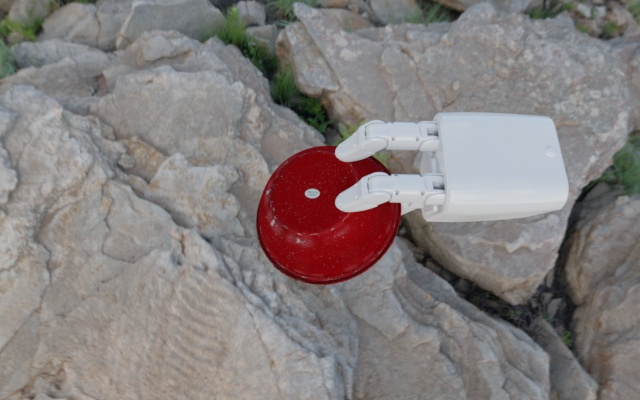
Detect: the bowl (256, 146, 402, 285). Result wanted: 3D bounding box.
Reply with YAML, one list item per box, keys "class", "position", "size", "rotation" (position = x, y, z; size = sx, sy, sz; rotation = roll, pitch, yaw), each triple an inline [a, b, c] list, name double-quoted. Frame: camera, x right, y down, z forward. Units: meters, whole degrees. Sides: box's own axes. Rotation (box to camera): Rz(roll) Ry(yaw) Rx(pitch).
- class: "bowl"
  position: [-0.001, 0.002, 0.493]
  size: [0.162, 0.162, 0.055]
  rotation: [0, -24, 16]
